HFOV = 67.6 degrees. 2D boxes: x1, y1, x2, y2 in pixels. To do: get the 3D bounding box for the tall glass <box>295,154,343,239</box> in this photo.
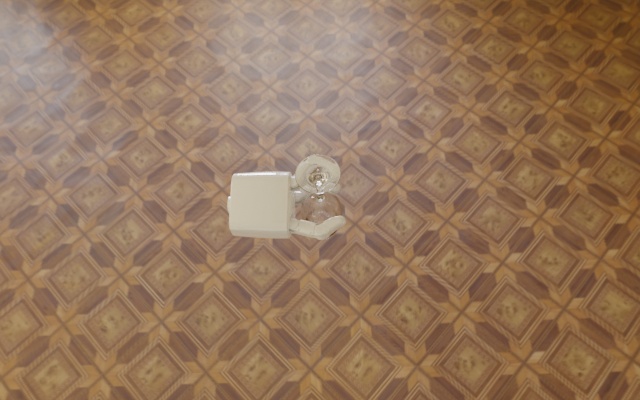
[{"bbox_3d":[0.000,0.003,0.859,0.079,0.079,0.201,0,-28,3],"label":"tall glass"}]
